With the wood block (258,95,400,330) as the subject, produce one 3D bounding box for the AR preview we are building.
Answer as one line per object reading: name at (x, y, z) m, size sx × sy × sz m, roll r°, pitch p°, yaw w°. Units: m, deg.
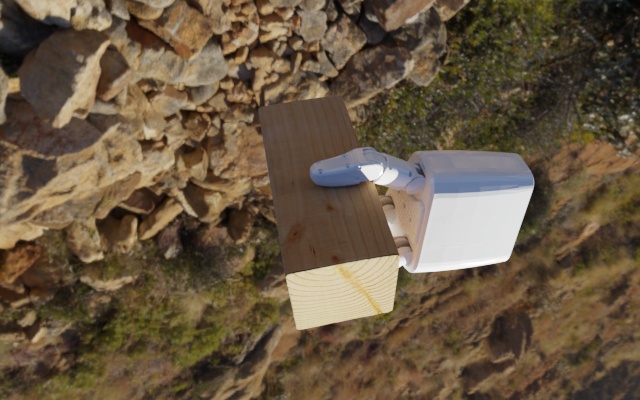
wood block at (0.000, 0.001, 0.454) m, size 0.090 × 0.206 × 0.091 m, roll -10°, pitch -42°, yaw -5°
